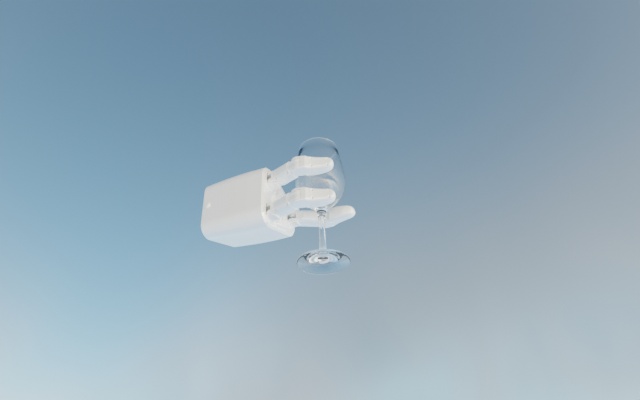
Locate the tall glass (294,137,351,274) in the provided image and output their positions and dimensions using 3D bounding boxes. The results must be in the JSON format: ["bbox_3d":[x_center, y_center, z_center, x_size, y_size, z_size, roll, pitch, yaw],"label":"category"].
[{"bbox_3d":[0.000,0.003,0.705,0.079,0.201,0.079,-2,-33,-1],"label":"tall glass"}]
